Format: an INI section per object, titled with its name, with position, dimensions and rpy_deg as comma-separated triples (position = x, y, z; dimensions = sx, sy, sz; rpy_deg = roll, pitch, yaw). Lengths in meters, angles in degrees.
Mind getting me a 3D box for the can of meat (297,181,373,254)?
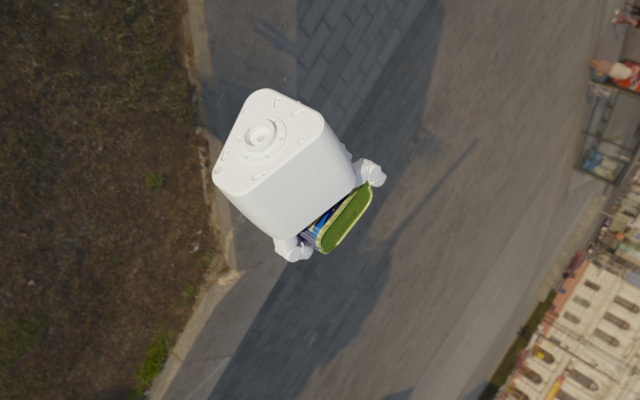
[can of meat]
position = 0.000, 0.002, 0.566
dimensions = 0.084, 0.102, 0.057
rpy_deg = 31, -15, 29
